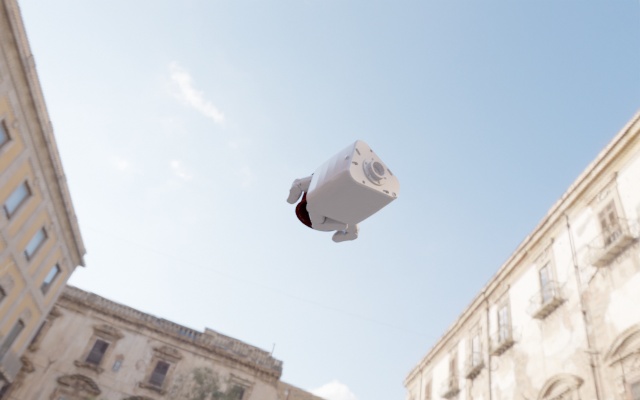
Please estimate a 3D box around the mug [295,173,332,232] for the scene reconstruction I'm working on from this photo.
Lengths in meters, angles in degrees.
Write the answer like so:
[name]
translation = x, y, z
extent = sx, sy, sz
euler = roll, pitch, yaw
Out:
[mug]
translation = -0.001, 0.003, 0.892
extent = 0.093, 0.081, 0.117
euler = 35, -43, -21
